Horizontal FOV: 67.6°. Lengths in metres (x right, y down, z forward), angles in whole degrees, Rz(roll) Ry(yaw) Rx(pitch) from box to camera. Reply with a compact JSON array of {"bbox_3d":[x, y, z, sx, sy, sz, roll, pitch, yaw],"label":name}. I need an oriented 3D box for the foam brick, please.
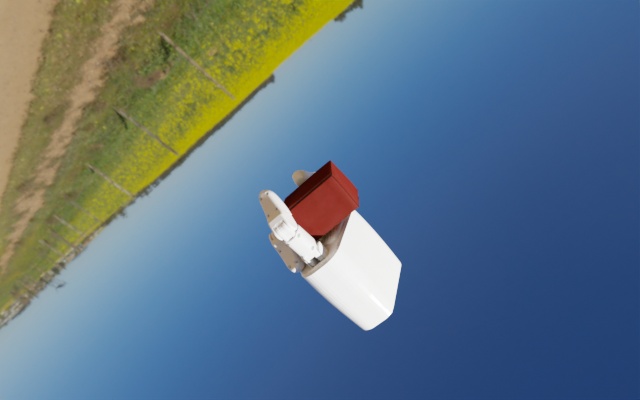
[{"bbox_3d":[0.000,0.002,0.553,0.078,0.051,0.053,-40,16,17],"label":"foam brick"}]
